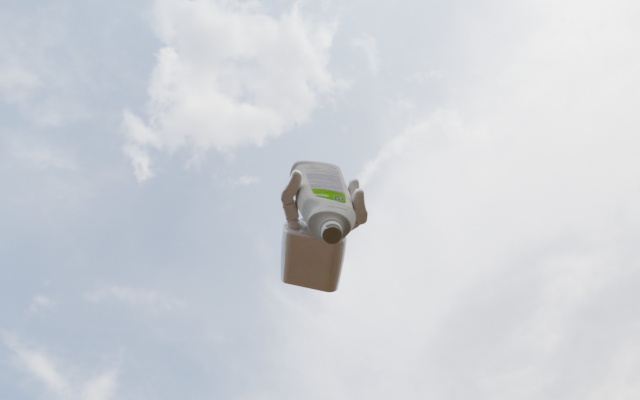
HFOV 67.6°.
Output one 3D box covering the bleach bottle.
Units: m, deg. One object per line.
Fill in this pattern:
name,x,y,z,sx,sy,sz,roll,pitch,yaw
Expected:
bleach bottle,0.000,0.003,0.798,0.102,0.068,0.250,4,22,-6
